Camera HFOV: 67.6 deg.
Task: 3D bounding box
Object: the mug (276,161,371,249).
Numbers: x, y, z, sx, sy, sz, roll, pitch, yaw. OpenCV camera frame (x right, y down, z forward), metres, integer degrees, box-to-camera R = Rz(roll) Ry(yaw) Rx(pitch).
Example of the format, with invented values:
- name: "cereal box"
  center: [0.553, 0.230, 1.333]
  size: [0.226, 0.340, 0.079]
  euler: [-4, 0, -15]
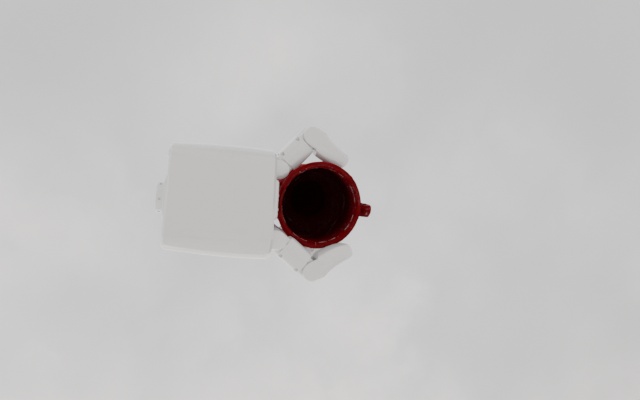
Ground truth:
- name: "mug"
  center: [0.001, 0.002, 0.546]
  size: [0.117, 0.093, 0.081]
  euler: [6, 5, -16]
